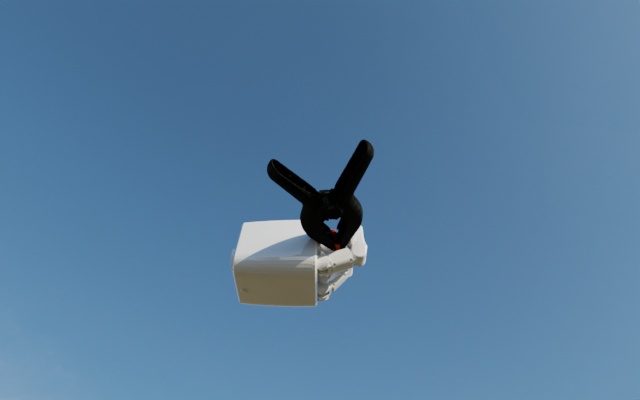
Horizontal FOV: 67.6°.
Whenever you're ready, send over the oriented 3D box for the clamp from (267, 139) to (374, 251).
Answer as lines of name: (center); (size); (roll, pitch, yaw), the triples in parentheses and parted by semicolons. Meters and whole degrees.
clamp: (0.000, 0.002, 0.580); (0.120, 0.172, 0.039); (-2, 42, -2)
